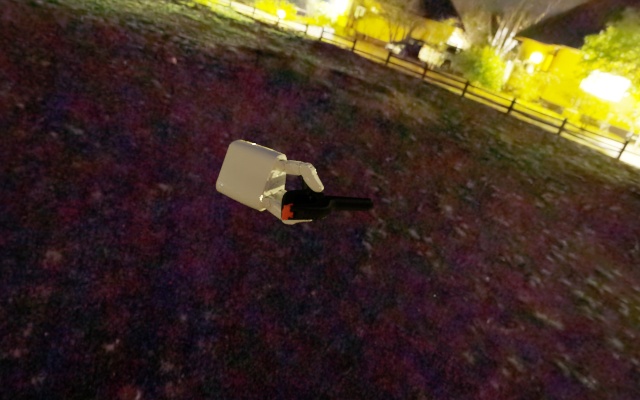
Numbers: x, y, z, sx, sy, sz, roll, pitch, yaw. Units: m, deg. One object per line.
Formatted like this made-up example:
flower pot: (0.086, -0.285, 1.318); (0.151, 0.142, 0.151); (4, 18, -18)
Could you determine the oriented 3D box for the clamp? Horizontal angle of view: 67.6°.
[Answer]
clamp: (0.000, 0.002, 0.898); (0.164, 0.036, 0.210); (19, 21, 18)
